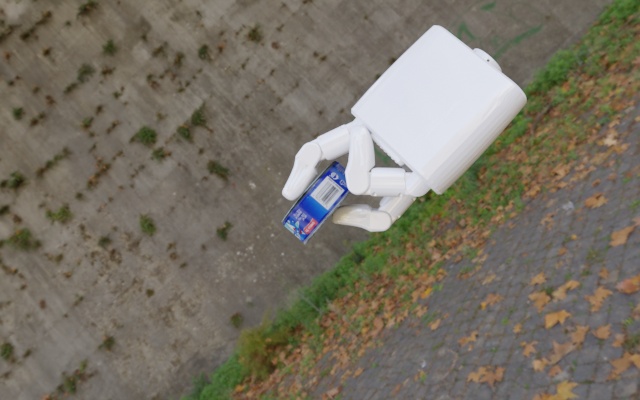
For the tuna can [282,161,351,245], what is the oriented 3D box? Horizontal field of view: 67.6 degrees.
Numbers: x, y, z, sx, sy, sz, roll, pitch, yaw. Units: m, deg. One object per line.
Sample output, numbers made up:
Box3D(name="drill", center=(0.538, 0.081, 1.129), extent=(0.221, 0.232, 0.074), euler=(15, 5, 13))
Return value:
Box3D(name="tuna can", center=(0.000, 0.001, 0.482), extent=(0.034, 0.086, 0.086), euler=(41, 1, 1))
